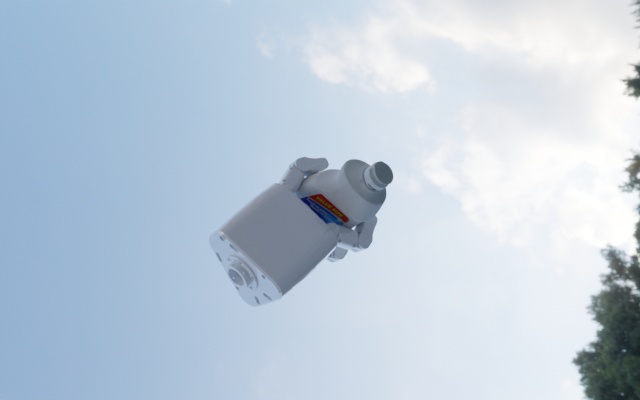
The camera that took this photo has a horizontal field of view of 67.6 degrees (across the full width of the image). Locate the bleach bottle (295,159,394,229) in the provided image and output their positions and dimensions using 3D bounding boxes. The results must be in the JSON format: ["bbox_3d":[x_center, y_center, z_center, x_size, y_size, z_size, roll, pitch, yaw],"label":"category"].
[{"bbox_3d":[0.000,0.002,0.641,0.068,0.102,0.251,-42,7,-38],"label":"bleach bottle"}]
